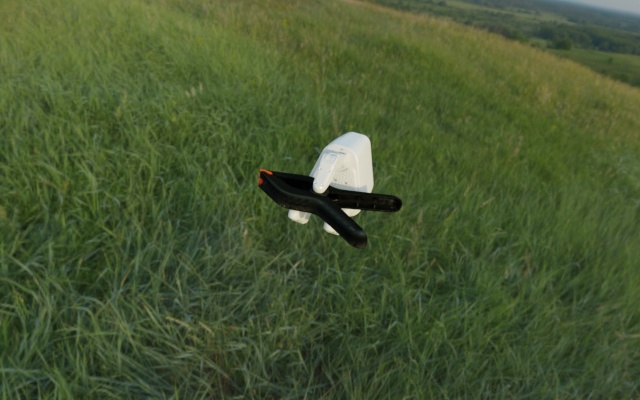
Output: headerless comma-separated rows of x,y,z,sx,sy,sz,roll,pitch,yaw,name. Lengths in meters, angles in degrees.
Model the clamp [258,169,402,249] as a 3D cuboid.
0.000,0.001,0.668,0.210,0.036,0.164,17,23,13,clamp
